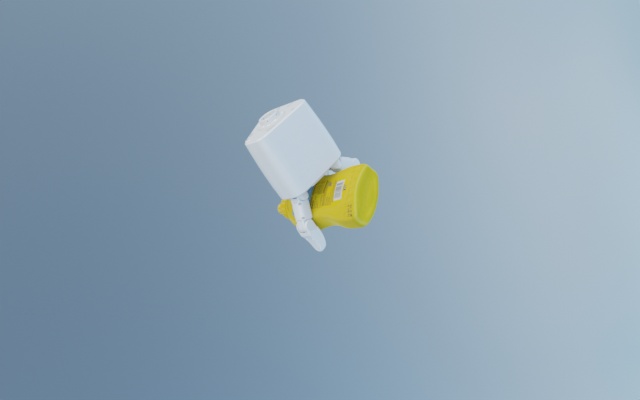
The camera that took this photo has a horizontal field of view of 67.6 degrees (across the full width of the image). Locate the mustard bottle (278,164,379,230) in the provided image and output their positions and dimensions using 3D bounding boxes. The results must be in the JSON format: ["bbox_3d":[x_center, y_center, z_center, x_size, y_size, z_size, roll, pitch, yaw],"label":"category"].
[{"bbox_3d":[0.001,0.003,0.766,0.191,0.096,0.058,-10,-31,42],"label":"mustard bottle"}]
